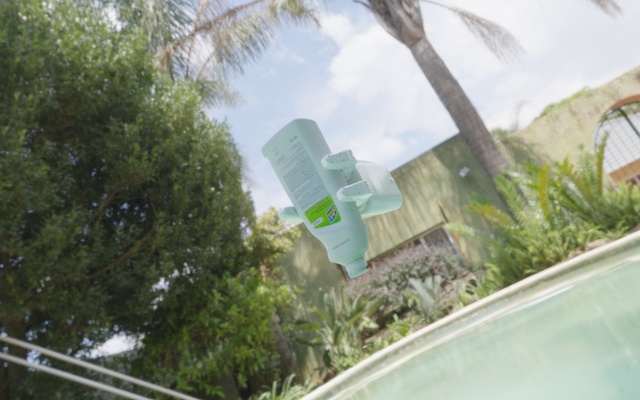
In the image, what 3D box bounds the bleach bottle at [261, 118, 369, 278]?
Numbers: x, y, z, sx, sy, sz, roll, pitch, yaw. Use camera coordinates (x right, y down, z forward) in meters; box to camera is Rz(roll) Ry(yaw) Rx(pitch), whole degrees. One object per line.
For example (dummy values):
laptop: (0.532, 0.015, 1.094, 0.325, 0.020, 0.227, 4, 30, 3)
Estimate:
bleach bottle: (0.000, 0.002, 0.730, 0.102, 0.250, 0.068, -37, -20, 34)
